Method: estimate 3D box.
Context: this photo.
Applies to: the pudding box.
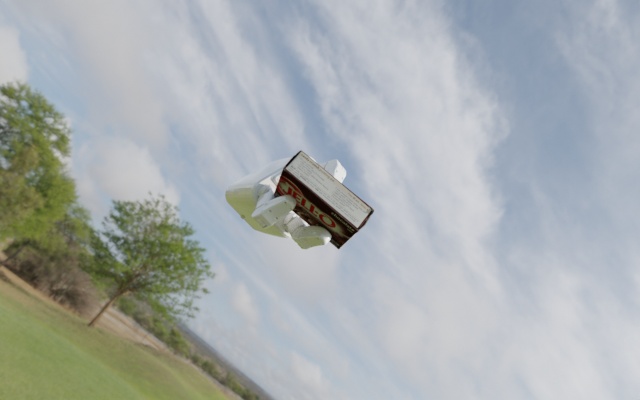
[{"bbox_3d":[0.000,0.002,0.574,0.113,0.039,0.090,38,-22,2],"label":"pudding box"}]
